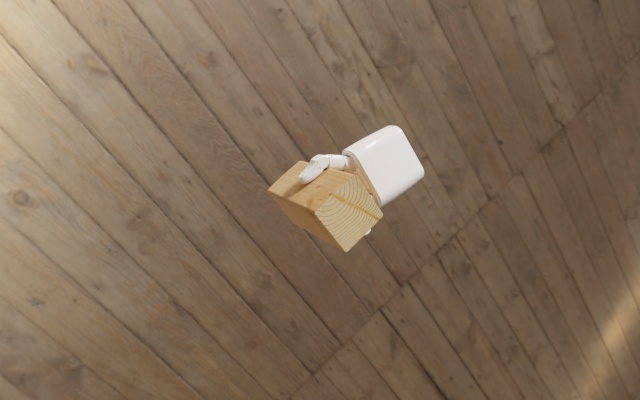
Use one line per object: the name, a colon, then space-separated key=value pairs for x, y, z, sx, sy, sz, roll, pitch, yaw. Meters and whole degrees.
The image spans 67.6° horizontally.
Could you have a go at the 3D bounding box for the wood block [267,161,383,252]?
wood block: x=0.000 y=0.002 z=0.818 sx=0.090 sy=0.091 sz=0.206 roll=-43 pitch=25 yaw=-13
